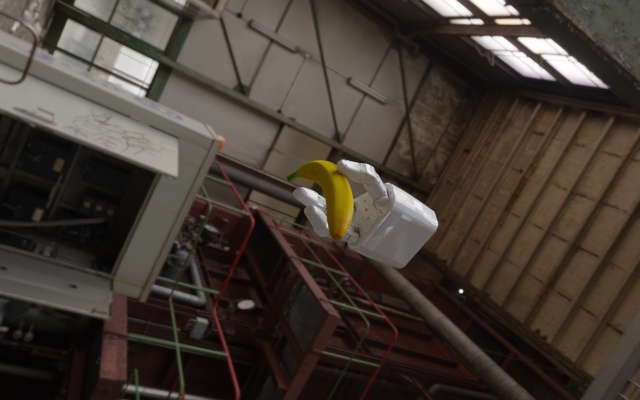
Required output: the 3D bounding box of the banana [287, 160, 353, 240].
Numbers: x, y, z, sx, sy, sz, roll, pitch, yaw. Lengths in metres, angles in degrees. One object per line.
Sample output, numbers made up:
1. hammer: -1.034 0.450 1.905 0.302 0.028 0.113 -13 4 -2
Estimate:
1. banana: 0.010 -0.014 0.681 0.037 0.069 0.197 31 10 -31
